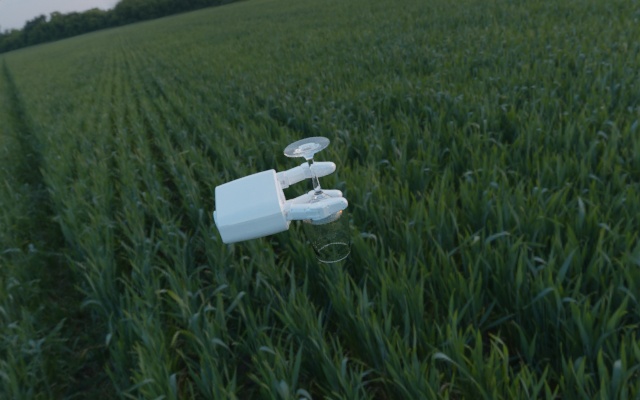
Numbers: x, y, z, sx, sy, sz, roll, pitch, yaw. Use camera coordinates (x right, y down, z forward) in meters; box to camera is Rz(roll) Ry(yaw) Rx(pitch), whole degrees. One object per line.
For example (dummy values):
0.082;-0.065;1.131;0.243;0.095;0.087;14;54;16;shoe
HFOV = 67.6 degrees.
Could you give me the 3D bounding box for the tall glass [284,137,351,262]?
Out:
0.000;0.002;0.786;0.079;0.201;0.079;-12;25;6;tall glass
